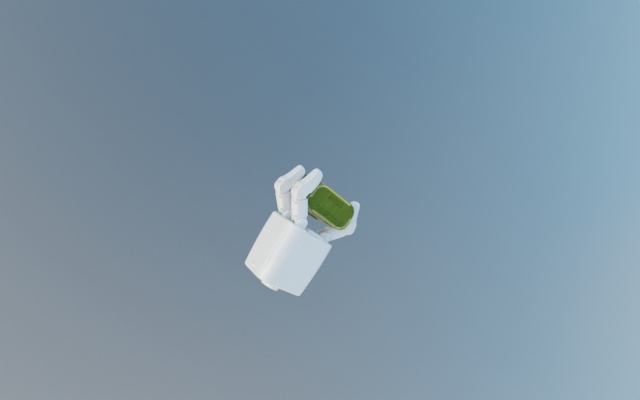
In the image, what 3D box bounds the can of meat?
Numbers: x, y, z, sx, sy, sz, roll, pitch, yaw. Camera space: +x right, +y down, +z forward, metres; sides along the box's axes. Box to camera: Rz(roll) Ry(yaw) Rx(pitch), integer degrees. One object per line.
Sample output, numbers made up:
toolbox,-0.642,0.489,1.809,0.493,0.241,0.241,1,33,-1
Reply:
can of meat,0.000,0.003,0.834,0.102,0.057,0.084,37,-5,-30
